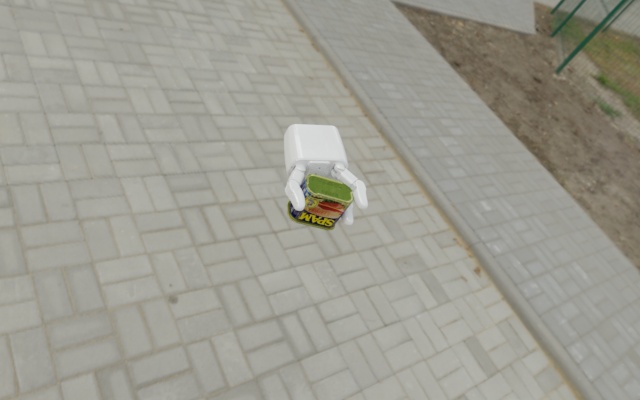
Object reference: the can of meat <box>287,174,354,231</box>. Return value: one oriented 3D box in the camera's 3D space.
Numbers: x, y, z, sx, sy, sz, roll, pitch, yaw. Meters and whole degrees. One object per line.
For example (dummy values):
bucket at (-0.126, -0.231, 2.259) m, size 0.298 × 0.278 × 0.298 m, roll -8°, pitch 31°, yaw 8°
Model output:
can of meat at (0.000, 0.003, 0.894) m, size 0.102 × 0.057 × 0.084 m, roll 15°, pitch -46°, yaw -22°
